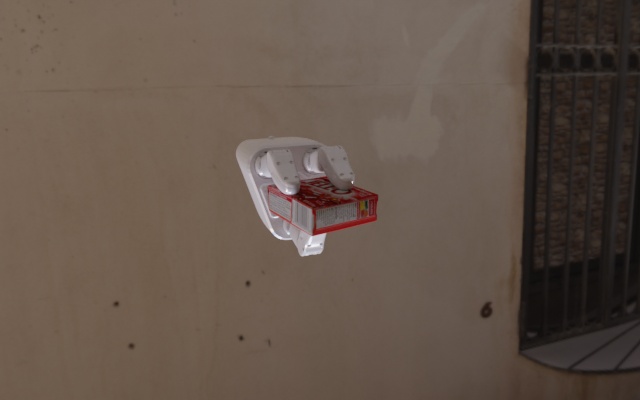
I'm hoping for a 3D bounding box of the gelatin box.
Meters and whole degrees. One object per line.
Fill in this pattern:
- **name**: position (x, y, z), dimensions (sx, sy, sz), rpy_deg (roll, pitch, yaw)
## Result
- **gelatin box**: position (0.000, 0.002, 0.462), dimensions (0.073, 0.030, 0.089), rpy_deg (-11, 20, -31)
